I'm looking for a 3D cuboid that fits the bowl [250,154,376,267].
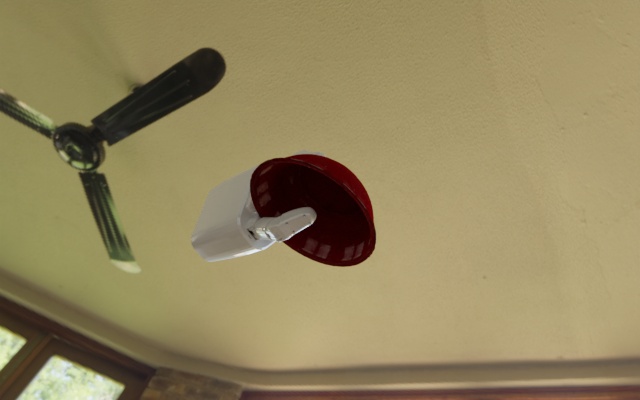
[{"bbox_3d":[0.001,0.002,0.552,0.162,0.162,0.055,0,40,39],"label":"bowl"}]
